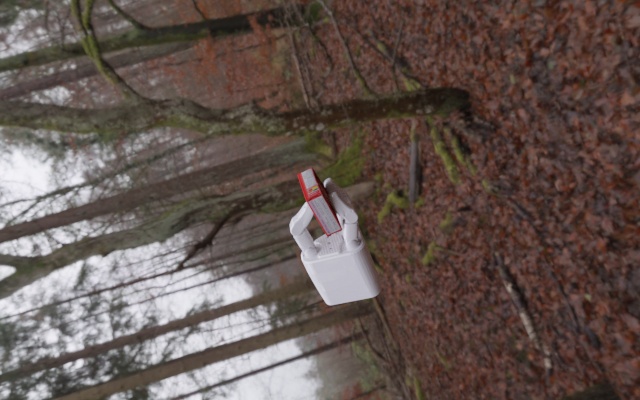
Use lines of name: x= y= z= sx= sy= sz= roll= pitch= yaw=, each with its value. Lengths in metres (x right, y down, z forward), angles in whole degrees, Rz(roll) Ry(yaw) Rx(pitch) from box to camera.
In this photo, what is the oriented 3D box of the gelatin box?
gelatin box: x=0.000 y=0.002 z=0.760 sx=0.030 sy=0.089 sz=0.073 roll=-26 pitch=40 yaw=5
